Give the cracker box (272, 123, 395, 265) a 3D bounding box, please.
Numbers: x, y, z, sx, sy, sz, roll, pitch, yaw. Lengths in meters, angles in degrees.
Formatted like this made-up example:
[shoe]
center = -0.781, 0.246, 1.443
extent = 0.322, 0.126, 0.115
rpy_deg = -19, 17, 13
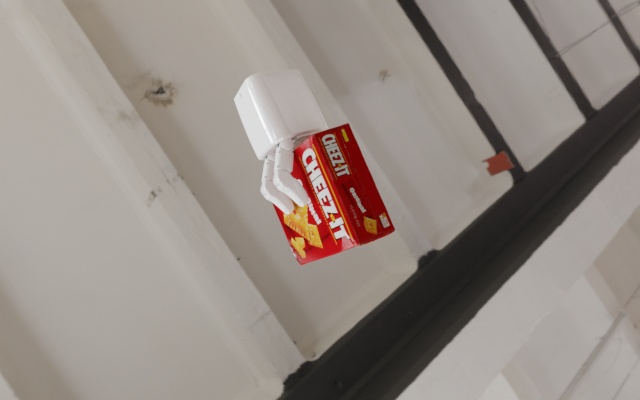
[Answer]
[cracker box]
center = 0.000, 0.002, 0.728
extent = 0.072, 0.164, 0.214
rpy_deg = -22, -4, -28
